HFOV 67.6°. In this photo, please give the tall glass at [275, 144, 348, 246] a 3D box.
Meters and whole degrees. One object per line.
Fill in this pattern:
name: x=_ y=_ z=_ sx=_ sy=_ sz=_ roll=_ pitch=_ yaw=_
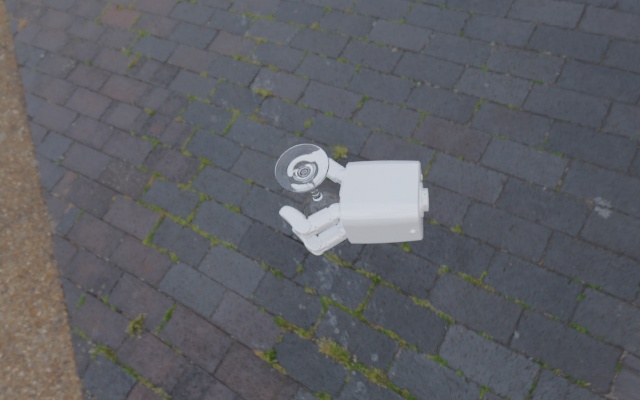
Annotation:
tall glass: x=0.000 y=0.002 z=0.709 sx=0.079 sy=0.079 sz=0.201 roll=0 pitch=-27 yaw=16
